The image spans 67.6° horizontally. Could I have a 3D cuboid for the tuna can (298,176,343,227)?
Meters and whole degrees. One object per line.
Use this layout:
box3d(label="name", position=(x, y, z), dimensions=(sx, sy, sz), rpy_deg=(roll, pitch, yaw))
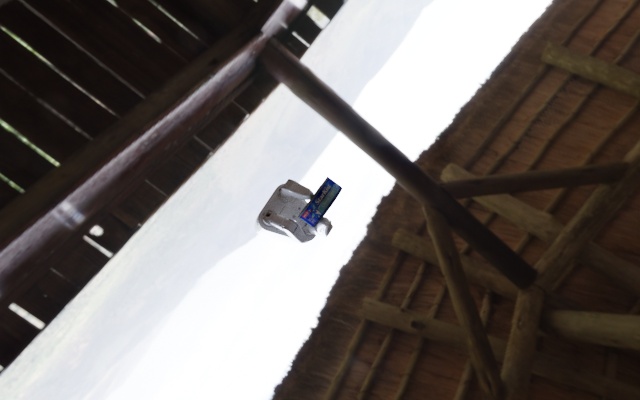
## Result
box3d(label="tuna can", position=(0.001, 0.003, 0.807), dimensions=(0.034, 0.086, 0.086), rpy_deg=(36, -2, -2))
